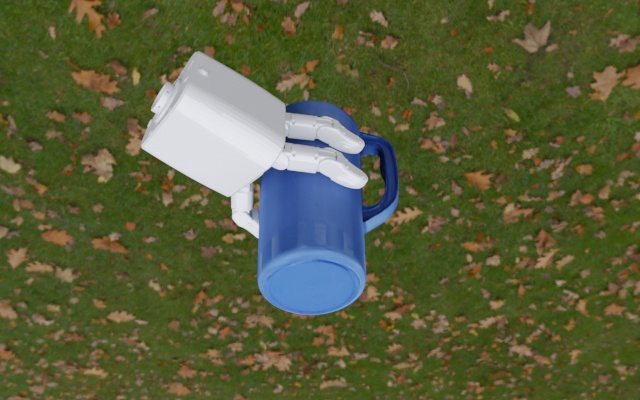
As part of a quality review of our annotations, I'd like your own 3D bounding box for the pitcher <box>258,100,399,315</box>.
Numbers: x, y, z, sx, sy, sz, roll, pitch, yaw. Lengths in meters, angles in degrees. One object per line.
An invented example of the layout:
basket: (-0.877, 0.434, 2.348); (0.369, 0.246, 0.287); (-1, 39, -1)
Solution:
pitcher: (0.000, 0.002, 0.551); (0.145, 0.242, 0.149); (31, -54, -28)
